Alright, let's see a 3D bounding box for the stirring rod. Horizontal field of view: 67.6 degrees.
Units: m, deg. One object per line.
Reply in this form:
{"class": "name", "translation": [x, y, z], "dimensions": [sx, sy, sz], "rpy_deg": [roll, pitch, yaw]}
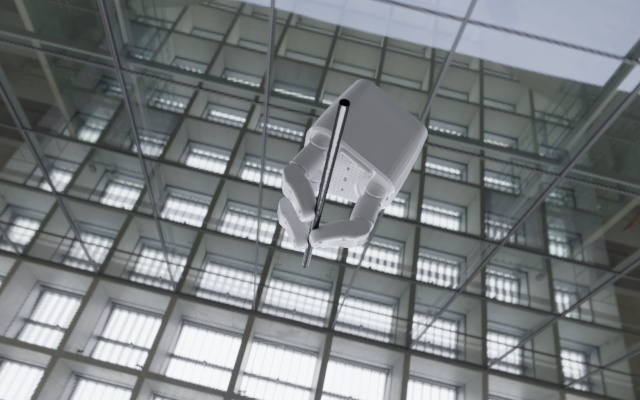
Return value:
{"class": "stirring rod", "translation": [0.000, 0.001, 0.429], "dimensions": [0.011, 0.011, 0.240], "rpy_deg": [0, -35, -10]}
